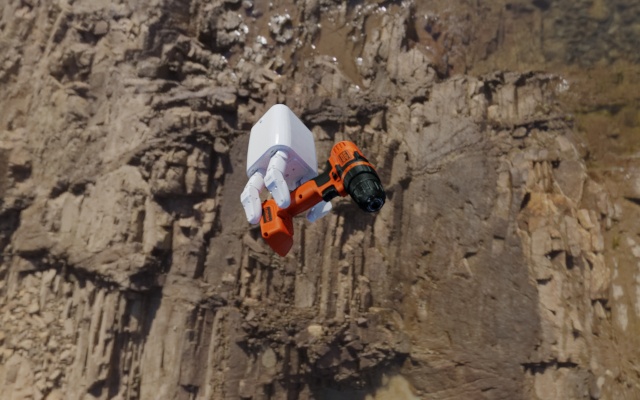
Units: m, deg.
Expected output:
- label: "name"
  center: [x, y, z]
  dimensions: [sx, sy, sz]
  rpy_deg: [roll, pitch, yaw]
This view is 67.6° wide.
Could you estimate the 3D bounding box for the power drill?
- label: "power drill"
  center: [0.000, 0.002, 0.707]
  dimensions: [0.187, 0.057, 0.184]
  rpy_deg: [-34, 28, 8]
